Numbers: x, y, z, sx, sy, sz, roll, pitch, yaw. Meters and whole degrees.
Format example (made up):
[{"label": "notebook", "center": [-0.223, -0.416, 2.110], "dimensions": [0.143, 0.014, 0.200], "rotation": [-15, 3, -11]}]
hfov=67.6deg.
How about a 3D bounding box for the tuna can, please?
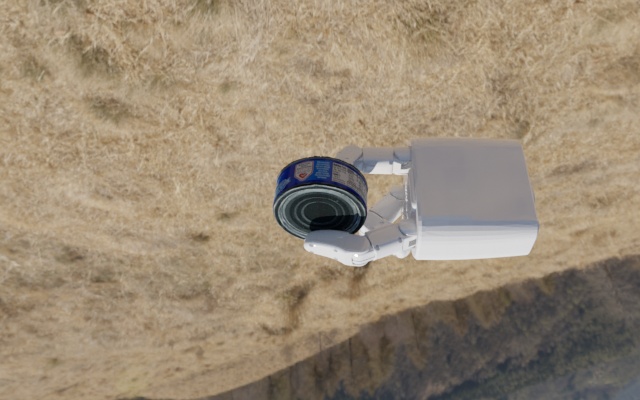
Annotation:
[{"label": "tuna can", "center": [0.000, 0.002, 0.433], "dimensions": [0.086, 0.033, 0.086], "rotation": [3, -40, 2]}]
